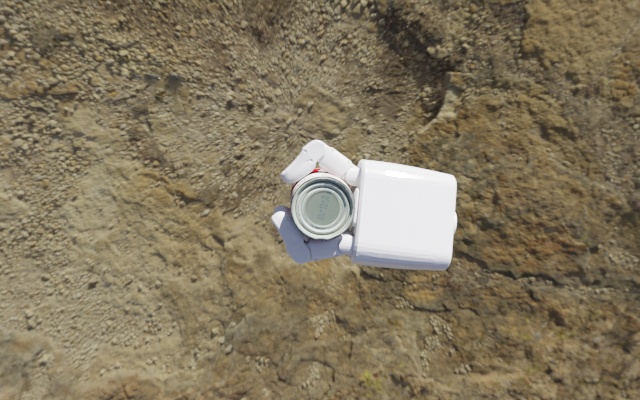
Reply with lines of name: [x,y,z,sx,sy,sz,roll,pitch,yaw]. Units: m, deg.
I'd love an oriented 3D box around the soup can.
soup can: [0.000,0.002,0.530,0.068,0.068,0.102,0,8,-3]
